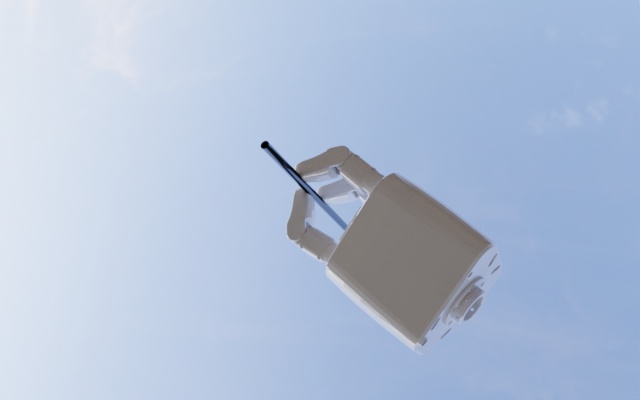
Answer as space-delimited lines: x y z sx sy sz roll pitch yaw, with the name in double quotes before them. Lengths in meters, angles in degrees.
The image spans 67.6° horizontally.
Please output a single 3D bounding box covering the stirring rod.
"stirring rod" 0.000 0.002 0.500 0.011 0.011 0.240 0 -24 25
